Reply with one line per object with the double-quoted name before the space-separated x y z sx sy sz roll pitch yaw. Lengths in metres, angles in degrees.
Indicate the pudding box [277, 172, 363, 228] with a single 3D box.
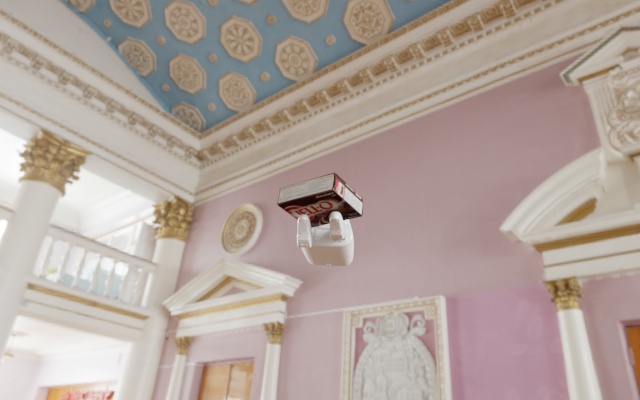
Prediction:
"pudding box" 0.000 0.002 0.780 0.113 0.039 0.090 -16 -36 31
